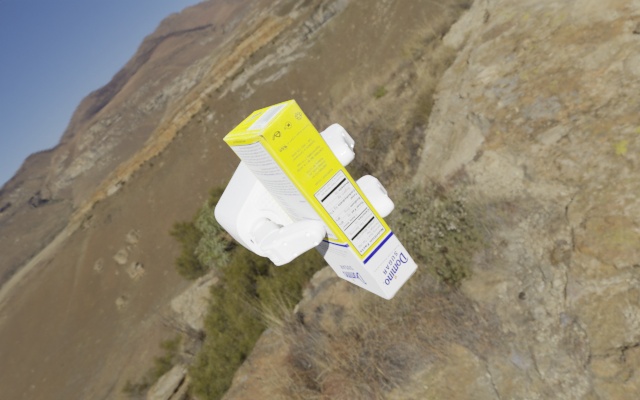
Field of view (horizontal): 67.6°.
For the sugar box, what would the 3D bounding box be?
[{"bbox_3d":[0.000,0.001,0.406,0.048,0.176,0.093,-47,22,-15],"label":"sugar box"}]
